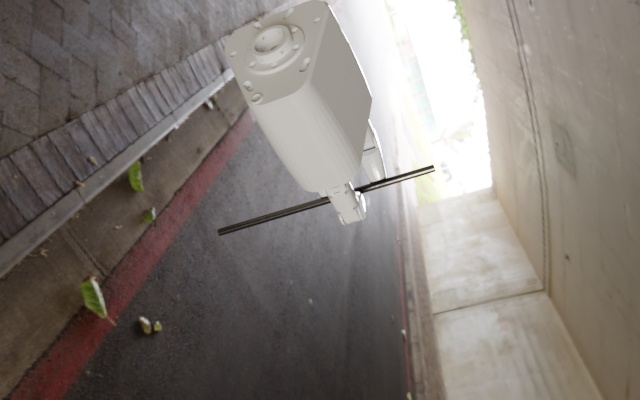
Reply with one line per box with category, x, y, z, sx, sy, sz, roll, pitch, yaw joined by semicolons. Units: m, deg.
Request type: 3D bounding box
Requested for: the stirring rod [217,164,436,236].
stirring rod;0.000;0.002;0.496;0.239;0.011;0.011;-17;-4;14
